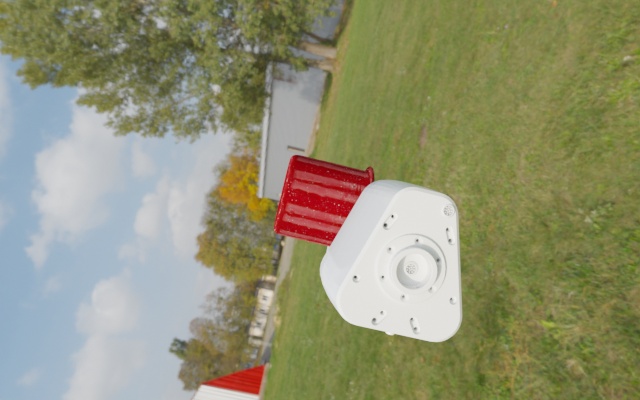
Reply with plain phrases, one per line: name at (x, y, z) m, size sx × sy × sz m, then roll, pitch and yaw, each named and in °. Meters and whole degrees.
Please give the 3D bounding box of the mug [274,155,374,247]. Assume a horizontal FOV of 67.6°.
mug at (0.000, 0.001, 0.490) m, size 0.081 × 0.093 × 0.117 m, roll 13°, pitch 1°, yaw -6°
